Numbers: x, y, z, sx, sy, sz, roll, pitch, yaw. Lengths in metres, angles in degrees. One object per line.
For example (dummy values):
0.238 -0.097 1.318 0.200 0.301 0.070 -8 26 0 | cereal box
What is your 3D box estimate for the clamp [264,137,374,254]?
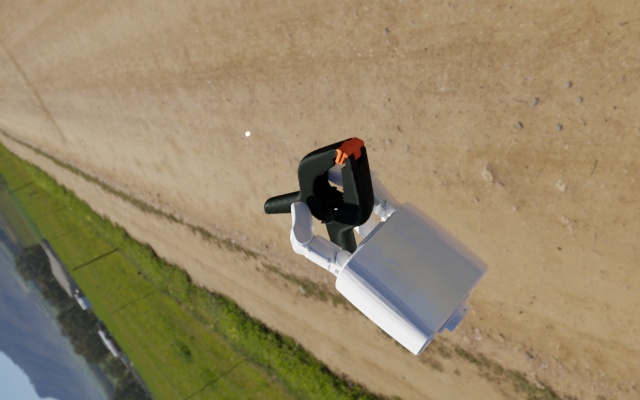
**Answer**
0.000 0.002 0.531 0.164 0.210 0.036 37 55 20 | clamp
